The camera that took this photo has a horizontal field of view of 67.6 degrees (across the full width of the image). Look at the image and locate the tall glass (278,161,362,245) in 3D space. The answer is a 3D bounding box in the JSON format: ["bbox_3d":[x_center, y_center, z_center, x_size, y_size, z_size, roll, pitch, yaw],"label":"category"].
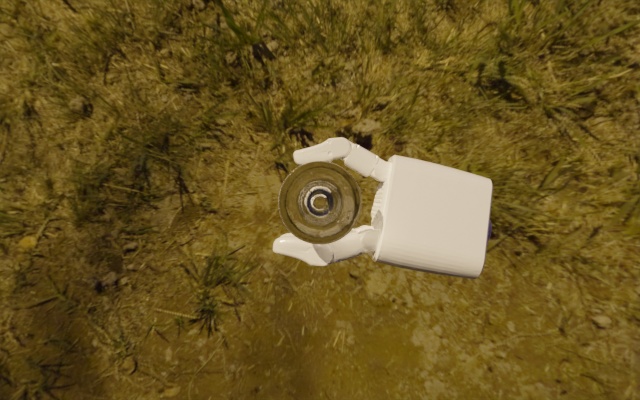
[{"bbox_3d":[0.000,0.002,0.519,0.079,0.079,0.201,0,0,0],"label":"tall glass"}]
